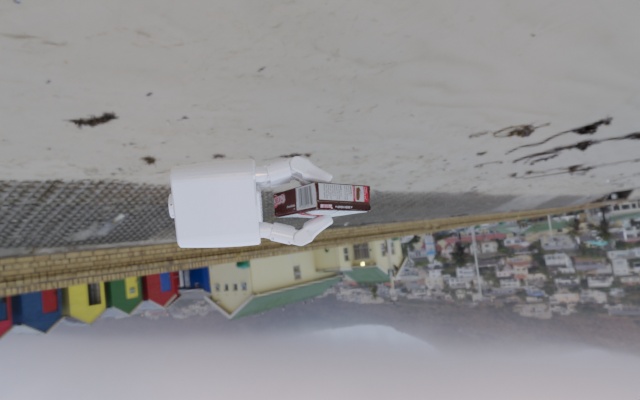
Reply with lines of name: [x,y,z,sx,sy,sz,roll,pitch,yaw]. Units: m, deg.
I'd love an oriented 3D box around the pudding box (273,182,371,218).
pudding box: [0.000,0.002,0.656,0.090,0.039,0.113,2,-6,-34]
